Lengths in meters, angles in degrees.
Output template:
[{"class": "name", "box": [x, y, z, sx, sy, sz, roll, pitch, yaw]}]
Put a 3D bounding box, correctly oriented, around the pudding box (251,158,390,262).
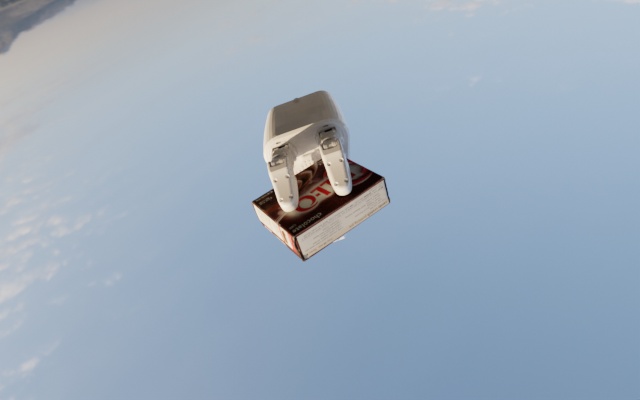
[{"class": "pudding box", "box": [0.000, 0.002, 0.488, 0.113, 0.039, 0.090, -35, 36, -17]}]
